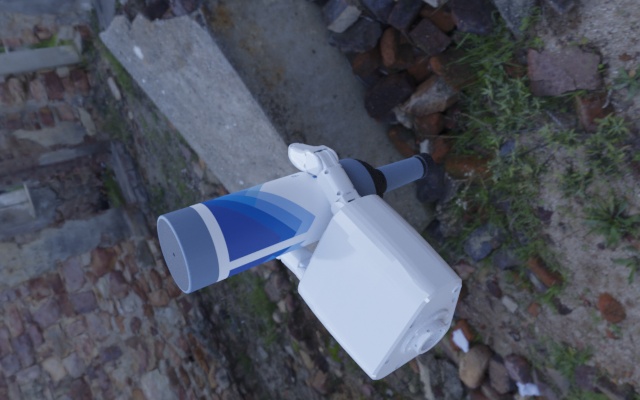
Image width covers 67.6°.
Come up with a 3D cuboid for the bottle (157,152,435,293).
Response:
[{"bbox_3d":[0.000,0.002,0.459,0.295,0.069,0.069,-20,10,-31],"label":"bottle"}]
